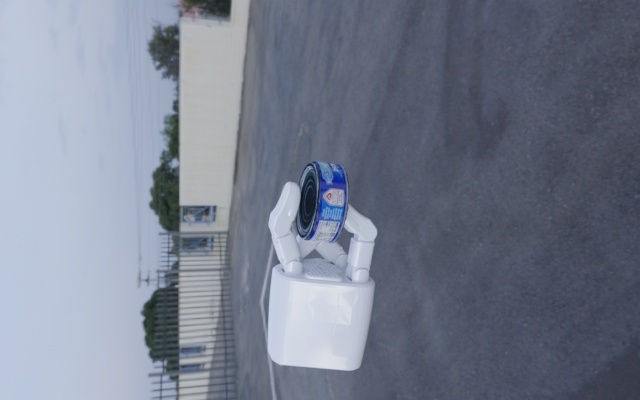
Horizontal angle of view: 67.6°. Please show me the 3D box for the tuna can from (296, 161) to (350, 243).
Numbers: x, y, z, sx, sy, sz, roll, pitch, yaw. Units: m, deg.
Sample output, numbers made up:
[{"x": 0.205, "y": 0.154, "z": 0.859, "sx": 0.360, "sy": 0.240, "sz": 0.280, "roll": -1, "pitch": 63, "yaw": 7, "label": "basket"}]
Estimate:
[{"x": 0.000, "y": 0.002, "z": 0.509, "sx": 0.034, "sy": 0.086, "sz": 0.086, "roll": 6, "pitch": -2, "yaw": -17, "label": "tuna can"}]
